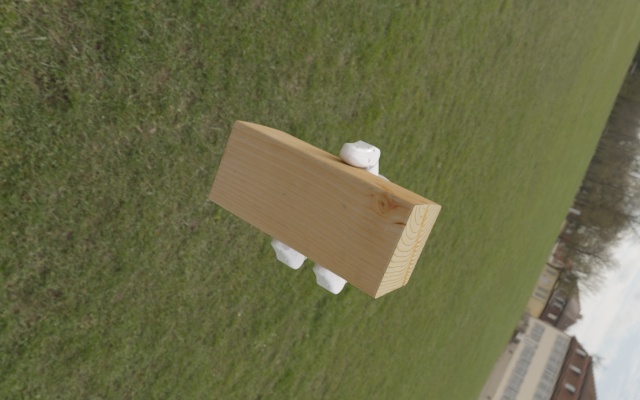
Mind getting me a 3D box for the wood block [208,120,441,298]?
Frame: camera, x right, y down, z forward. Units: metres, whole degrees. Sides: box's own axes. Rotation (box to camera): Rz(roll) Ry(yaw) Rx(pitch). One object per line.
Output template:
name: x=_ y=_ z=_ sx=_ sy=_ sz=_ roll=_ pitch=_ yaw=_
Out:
wood block: x=0.000 y=0.001 z=0.481 sx=0.206 sy=0.091 sz=0.090 roll=27 pitch=12 yaw=26
